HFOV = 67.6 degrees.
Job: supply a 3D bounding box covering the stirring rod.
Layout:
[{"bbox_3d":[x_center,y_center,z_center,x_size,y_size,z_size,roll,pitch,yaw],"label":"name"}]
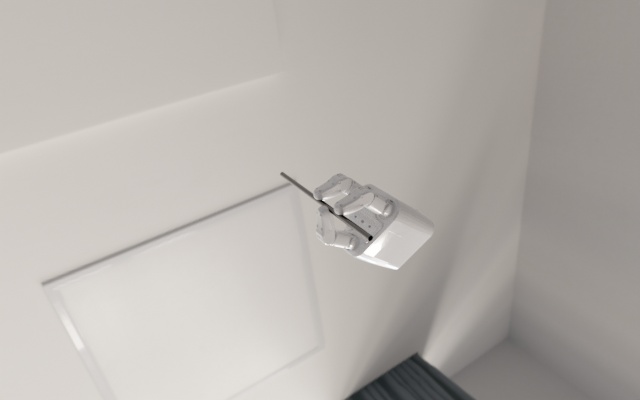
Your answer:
[{"bbox_3d":[0.000,0.002,0.697,0.011,0.011,0.239,0,22,-35],"label":"stirring rod"}]
